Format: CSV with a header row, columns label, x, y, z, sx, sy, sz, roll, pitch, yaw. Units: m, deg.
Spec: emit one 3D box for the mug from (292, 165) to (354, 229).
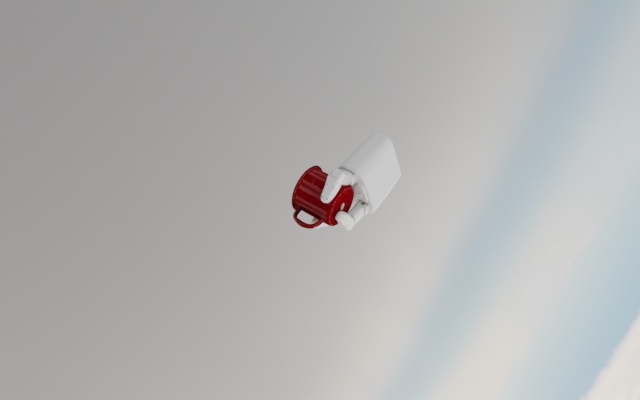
label,x,y,z,sx,sy,sz,roll,pitch,yaw
mug,-0.001,0.004,0.867,0.081,0.117,0.093,29,-27,25
